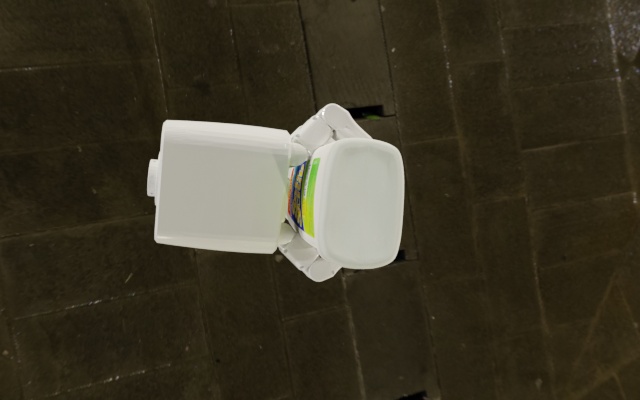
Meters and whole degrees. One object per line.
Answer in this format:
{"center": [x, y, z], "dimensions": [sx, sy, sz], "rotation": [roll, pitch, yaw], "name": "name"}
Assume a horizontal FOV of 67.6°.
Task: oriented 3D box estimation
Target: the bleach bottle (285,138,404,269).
{"center": [0.000, 0.001, 0.474], "dimensions": [0.068, 0.102, 0.251], "rotation": [6, -2, -15], "name": "bleach bottle"}
